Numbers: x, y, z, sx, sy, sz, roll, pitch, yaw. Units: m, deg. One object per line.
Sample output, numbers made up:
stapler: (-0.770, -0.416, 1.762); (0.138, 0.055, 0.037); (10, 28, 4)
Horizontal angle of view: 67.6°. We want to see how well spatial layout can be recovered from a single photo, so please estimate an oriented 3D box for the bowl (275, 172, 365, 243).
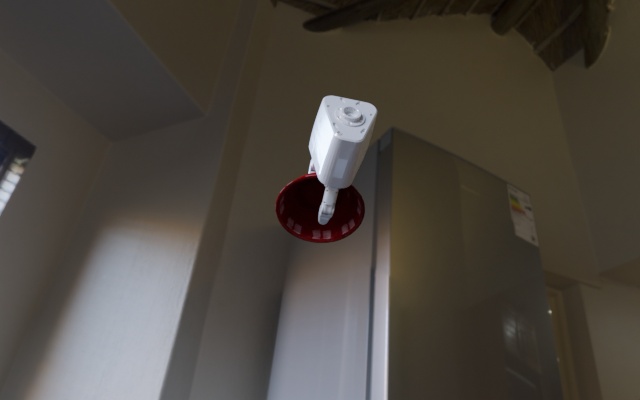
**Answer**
bowl: (0.000, 0.004, 0.880); (0.162, 0.162, 0.055); (0, 39, 2)
